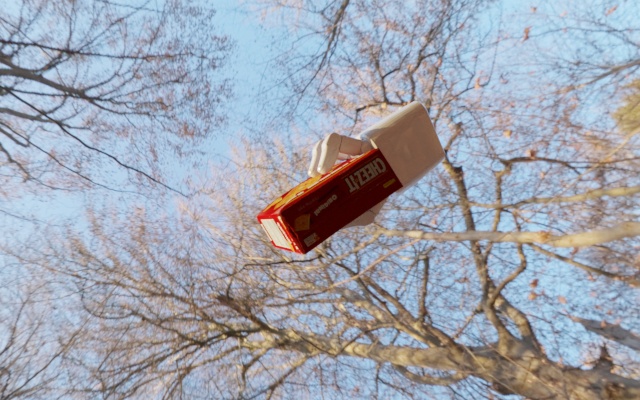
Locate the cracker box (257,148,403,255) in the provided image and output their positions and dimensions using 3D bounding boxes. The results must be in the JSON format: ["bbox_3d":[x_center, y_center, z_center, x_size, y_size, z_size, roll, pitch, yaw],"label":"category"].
[{"bbox_3d":[0.000,0.002,0.707,0.164,0.072,0.214,-34,6,-14],"label":"cracker box"}]
